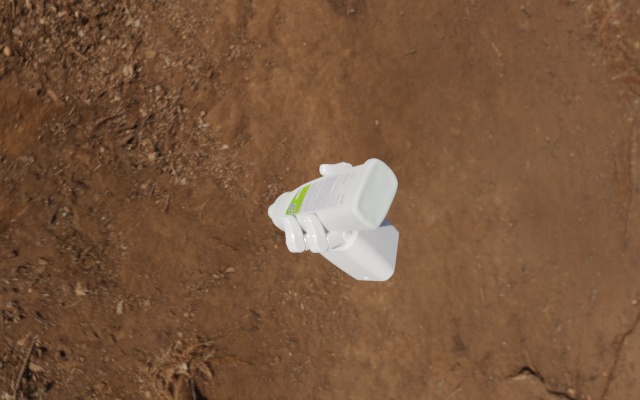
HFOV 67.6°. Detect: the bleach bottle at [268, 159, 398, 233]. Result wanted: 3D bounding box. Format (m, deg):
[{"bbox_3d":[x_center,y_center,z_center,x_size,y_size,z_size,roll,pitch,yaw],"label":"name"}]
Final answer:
[{"bbox_3d":[0.000,0.003,0.760,0.068,0.102,0.251,41,-28,-28],"label":"bleach bottle"}]
